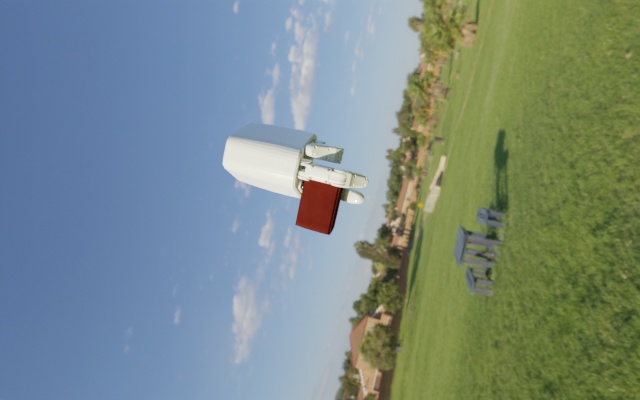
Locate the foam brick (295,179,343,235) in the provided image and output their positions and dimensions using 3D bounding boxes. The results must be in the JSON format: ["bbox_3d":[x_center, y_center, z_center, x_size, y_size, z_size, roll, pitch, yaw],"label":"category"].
[{"bbox_3d":[0.000,0.003,0.683,0.051,0.078,0.053,13,8,7],"label":"foam brick"}]
